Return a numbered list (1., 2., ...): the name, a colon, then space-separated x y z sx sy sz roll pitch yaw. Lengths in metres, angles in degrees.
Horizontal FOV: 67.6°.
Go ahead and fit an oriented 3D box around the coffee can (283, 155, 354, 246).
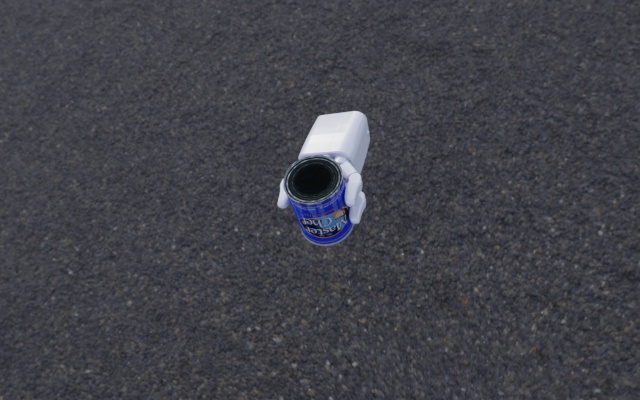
1. coffee can: 0.000 0.003 0.847 0.103 0.102 0.140 0 -34 13
